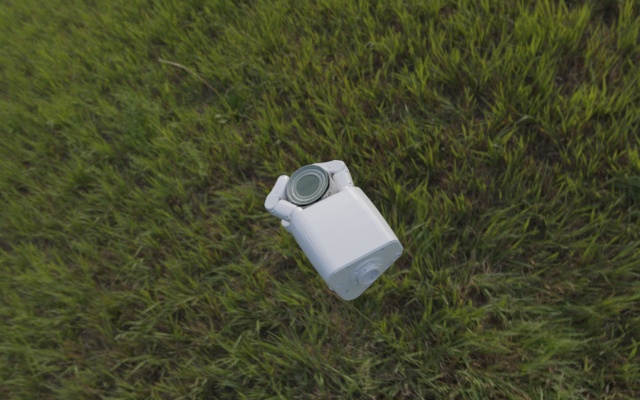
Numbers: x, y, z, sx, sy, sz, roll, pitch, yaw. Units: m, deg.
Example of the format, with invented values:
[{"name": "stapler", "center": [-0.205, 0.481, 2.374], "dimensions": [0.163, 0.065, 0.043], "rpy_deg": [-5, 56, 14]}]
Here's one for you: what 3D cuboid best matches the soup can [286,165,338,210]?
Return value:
[{"name": "soup can", "center": [0.000, 0.002, 0.700], "dimensions": [0.068, 0.068, 0.102], "rpy_deg": [0, -29, 26]}]
